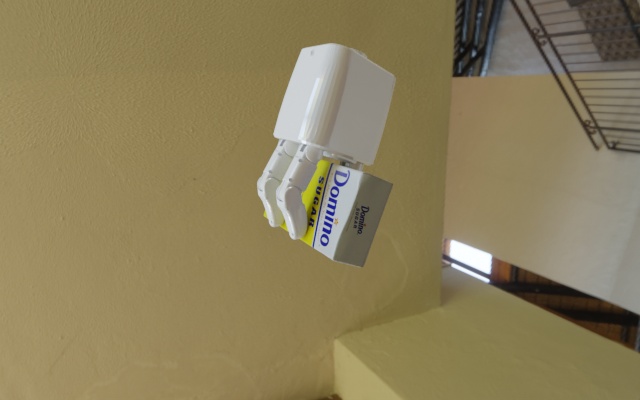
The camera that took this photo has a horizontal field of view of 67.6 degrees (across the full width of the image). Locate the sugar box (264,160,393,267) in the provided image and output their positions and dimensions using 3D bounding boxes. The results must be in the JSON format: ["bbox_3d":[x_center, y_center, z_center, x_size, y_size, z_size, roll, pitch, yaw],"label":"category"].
[{"bbox_3d":[0.000,0.001,0.538,0.048,0.093,0.176,18,2,-29],"label":"sugar box"}]
